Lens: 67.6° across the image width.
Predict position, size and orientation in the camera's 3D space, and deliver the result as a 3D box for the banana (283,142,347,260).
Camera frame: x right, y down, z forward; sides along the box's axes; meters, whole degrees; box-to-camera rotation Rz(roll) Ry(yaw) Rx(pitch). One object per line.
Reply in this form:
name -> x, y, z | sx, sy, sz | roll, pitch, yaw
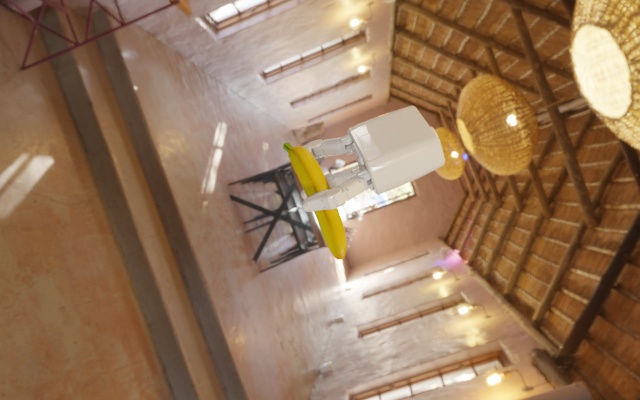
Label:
banana -> 0.001, 0.000, 0.702 | 0.037, 0.198, 0.069 | -24, 5, -4
